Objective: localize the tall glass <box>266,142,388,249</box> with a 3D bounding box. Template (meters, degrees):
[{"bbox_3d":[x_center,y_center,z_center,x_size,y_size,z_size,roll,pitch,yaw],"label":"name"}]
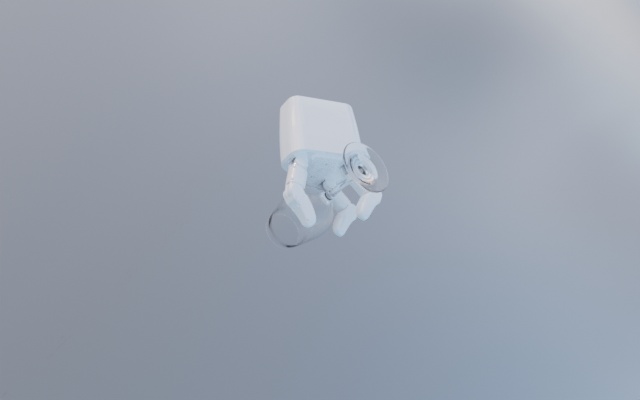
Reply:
[{"bbox_3d":[0.000,0.002,0.671,0.079,0.079,0.201,0,-27,-41],"label":"tall glass"}]
